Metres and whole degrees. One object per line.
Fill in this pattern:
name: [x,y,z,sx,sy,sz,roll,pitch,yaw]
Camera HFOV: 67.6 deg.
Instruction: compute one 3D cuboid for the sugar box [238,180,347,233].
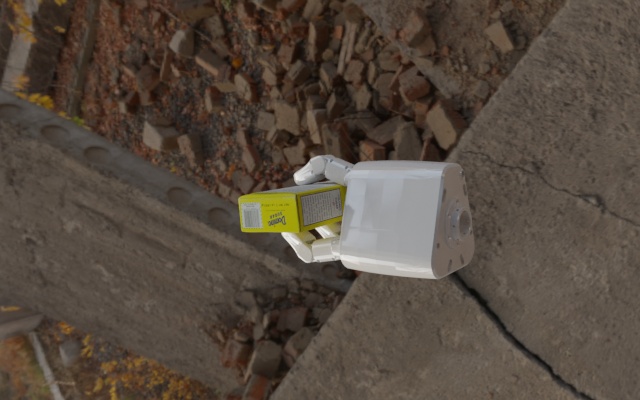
sugar box: [0.000,0.002,0.563,0.093,0.048,0.176,-1,5,41]
